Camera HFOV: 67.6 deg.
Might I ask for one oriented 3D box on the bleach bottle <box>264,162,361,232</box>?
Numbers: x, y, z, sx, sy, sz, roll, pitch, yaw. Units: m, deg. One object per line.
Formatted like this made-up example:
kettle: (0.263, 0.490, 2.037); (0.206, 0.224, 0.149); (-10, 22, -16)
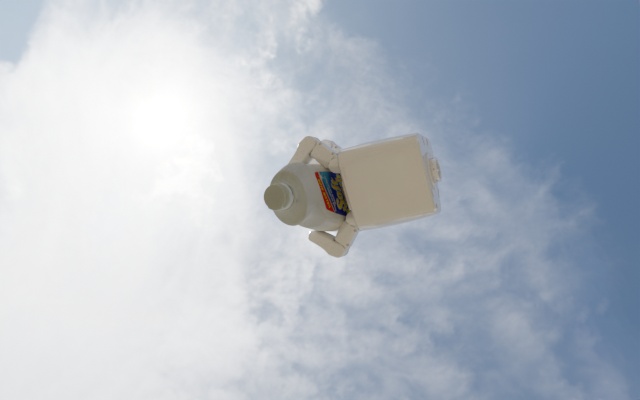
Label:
bleach bottle: (0.000, 0.002, 0.644); (0.068, 0.102, 0.251); (-11, -3, 23)
